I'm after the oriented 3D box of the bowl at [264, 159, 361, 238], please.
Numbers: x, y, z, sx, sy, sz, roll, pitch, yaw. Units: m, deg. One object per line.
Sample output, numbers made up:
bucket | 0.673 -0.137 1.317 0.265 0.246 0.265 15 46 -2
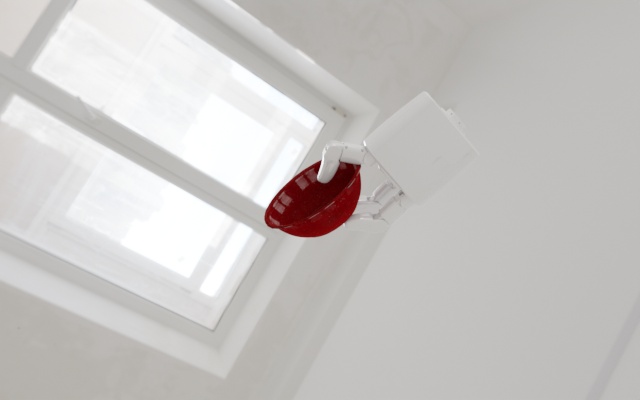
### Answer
bowl | -0.001 0.003 0.683 0.162 0.055 0.162 -28 25 15
